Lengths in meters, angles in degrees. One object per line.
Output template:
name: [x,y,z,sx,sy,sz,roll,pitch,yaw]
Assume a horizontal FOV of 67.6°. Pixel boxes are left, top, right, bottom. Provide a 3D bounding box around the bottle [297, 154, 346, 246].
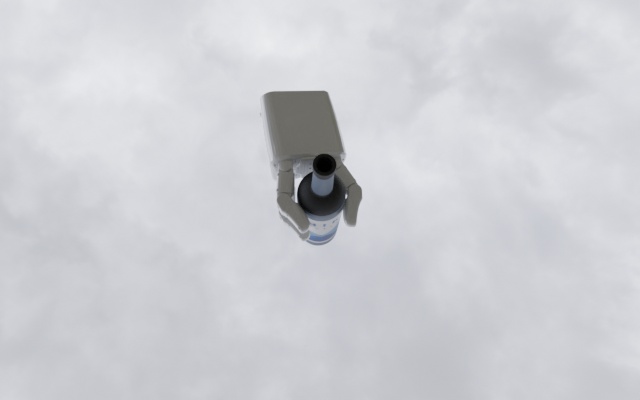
bottle: [0.000,0.002,0.679,0.069,0.069,0.296,0,-17,-2]
